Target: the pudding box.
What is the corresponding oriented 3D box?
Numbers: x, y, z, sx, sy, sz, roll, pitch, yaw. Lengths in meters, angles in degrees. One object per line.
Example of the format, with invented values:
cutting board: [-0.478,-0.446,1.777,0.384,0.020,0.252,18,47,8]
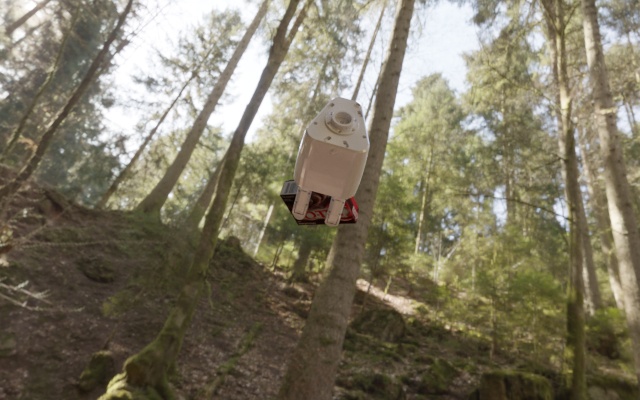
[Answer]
pudding box: [0.000,0.002,0.813,0.113,0.039,0.090,-1,-39,23]
